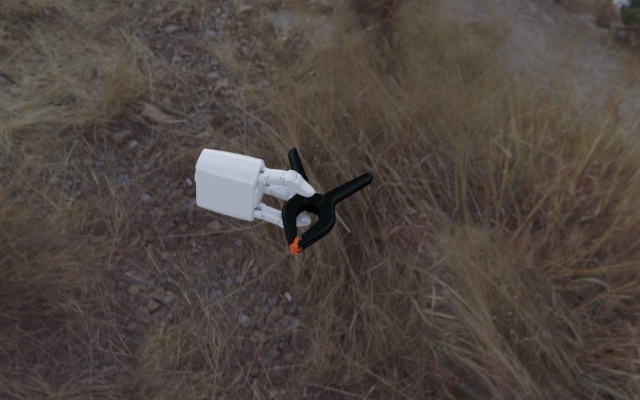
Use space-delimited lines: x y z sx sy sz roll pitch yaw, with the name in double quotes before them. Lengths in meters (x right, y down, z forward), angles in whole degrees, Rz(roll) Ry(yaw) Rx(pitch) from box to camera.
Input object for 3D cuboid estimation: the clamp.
"clamp" 0.000 0.003 0.838 0.164 0.209 0.036 12 -34 4
